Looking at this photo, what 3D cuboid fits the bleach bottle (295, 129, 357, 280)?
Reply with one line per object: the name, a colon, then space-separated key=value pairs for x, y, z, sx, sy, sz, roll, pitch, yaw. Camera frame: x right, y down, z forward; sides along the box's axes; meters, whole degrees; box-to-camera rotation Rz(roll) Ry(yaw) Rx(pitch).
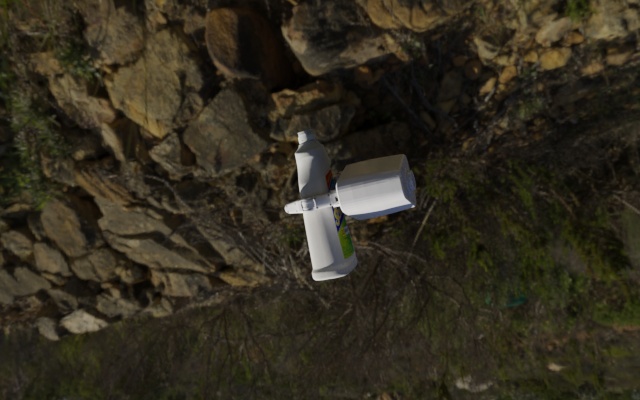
bleach bottle: x=0.000 y=0.003 z=0.825 sx=0.068 sy=0.251 sz=0.102 roll=-13 pitch=2 yaw=20
